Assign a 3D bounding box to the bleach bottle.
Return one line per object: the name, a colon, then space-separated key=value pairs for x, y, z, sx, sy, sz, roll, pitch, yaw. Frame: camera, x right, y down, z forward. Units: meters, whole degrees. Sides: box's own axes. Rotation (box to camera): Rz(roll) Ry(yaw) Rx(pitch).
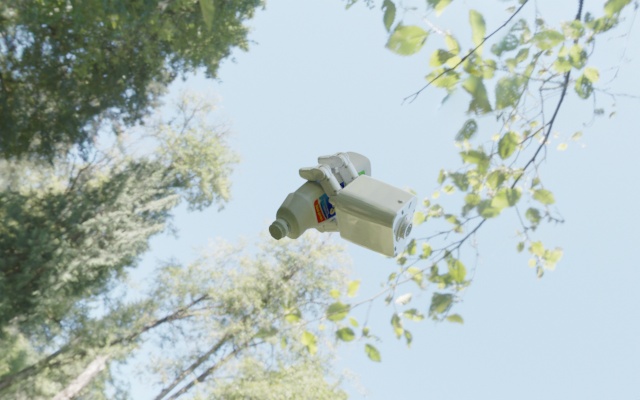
bleach bottle: x=0.000 y=0.003 z=0.841 sx=0.068 sy=0.103 sz=0.250 roll=22 pitch=38 yaw=28
